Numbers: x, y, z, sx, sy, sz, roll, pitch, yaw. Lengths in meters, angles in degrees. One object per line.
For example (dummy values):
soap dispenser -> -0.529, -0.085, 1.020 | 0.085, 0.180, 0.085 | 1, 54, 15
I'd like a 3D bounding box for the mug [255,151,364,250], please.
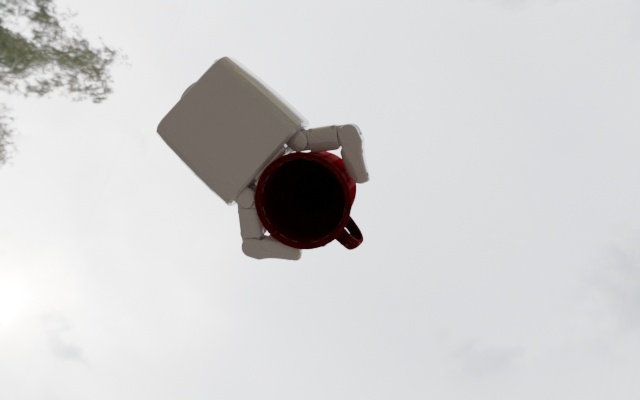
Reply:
mug -> 0.001, 0.002, 0.482 | 0.117, 0.093, 0.081 | 44, 17, 1
